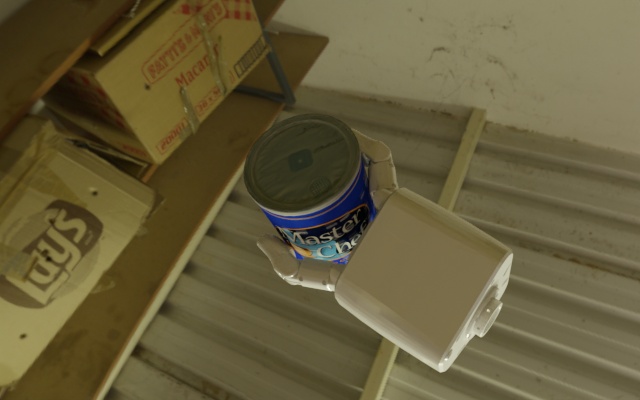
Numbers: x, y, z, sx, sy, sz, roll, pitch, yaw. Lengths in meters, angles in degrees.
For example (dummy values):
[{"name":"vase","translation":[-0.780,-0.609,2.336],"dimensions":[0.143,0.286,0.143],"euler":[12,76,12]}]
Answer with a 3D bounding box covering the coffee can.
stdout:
[{"name":"coffee can","translation":[0.000,0.001,0.459],"dimensions":[0.103,0.102,0.140],"euler":[0,-31,17]}]
